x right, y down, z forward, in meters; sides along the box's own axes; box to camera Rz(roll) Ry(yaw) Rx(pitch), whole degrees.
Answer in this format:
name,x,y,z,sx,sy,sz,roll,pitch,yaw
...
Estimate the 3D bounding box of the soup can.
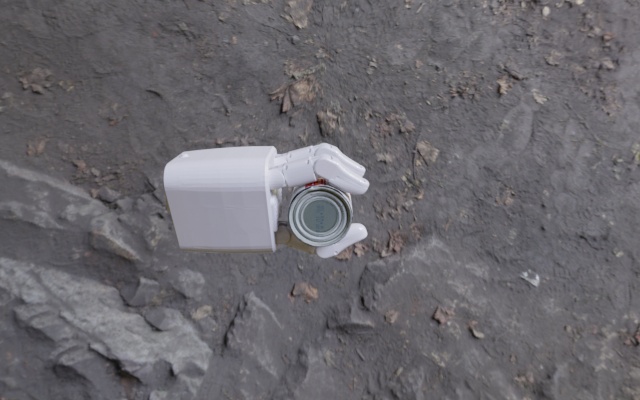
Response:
name,x,y,z,sx,sy,sz,roll,pitch,yaw
soup can,0.001,0.002,0.527,0.068,0.068,0.102,0,18,1
